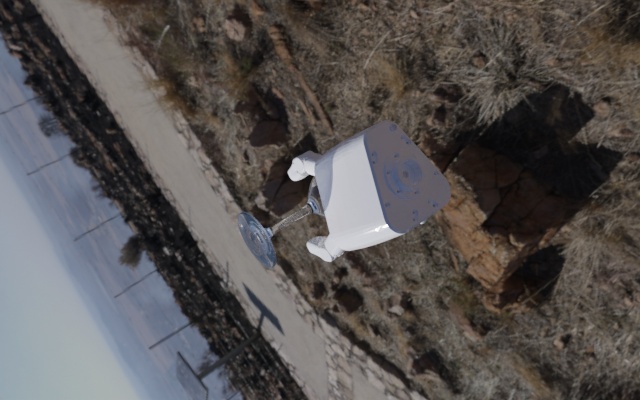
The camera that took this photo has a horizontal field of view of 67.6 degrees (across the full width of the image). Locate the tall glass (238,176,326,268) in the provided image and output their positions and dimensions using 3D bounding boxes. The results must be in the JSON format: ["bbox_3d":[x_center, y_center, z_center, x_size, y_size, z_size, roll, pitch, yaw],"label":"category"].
[{"bbox_3d":[-0.001,0.002,0.602,0.201,0.079,0.079,-31,16,-29],"label":"tall glass"}]
